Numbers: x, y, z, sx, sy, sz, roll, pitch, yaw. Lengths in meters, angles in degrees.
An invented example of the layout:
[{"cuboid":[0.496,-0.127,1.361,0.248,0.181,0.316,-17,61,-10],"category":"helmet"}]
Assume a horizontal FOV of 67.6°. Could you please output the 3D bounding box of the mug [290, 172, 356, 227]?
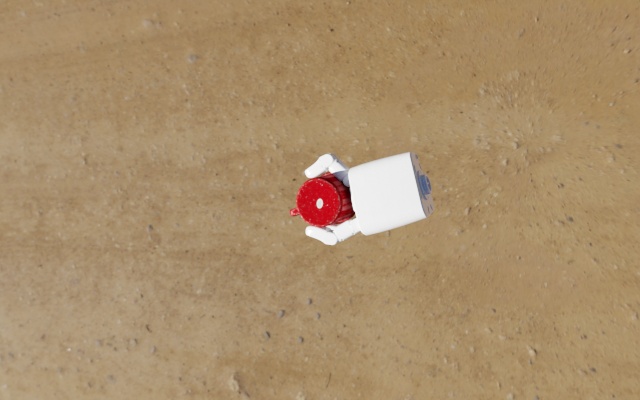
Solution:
[{"cuboid":[-0.001,0.003,0.806,0.117,0.093,0.081,-18,-1,23],"category":"mug"}]
